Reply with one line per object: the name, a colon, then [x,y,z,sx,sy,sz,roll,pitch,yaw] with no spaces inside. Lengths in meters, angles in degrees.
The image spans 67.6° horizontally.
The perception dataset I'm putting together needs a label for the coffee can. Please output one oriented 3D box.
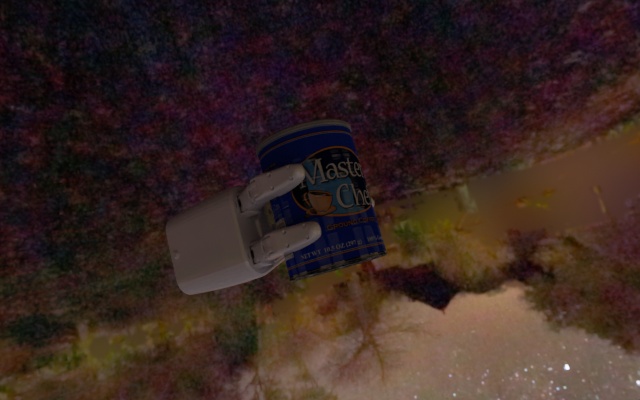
coffee can: [0.000,0.001,0.491,0.103,0.140,0.103,-15,-10,-3]
